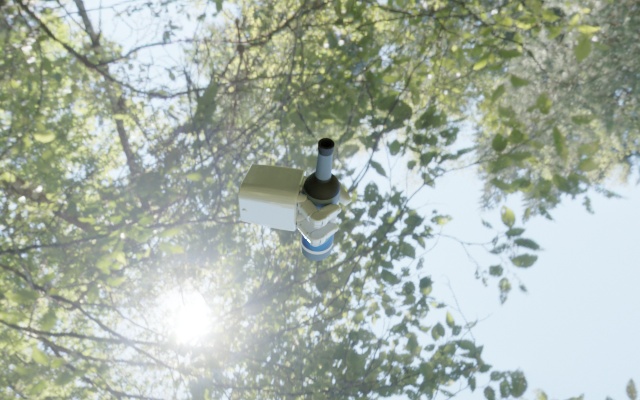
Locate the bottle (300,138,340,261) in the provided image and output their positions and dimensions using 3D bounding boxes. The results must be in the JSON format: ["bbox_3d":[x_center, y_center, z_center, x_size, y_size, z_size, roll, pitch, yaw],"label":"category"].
[{"bbox_3d":[0.000,0.003,0.882,0.069,0.069,0.296,0,-40,-5],"label":"bottle"}]
